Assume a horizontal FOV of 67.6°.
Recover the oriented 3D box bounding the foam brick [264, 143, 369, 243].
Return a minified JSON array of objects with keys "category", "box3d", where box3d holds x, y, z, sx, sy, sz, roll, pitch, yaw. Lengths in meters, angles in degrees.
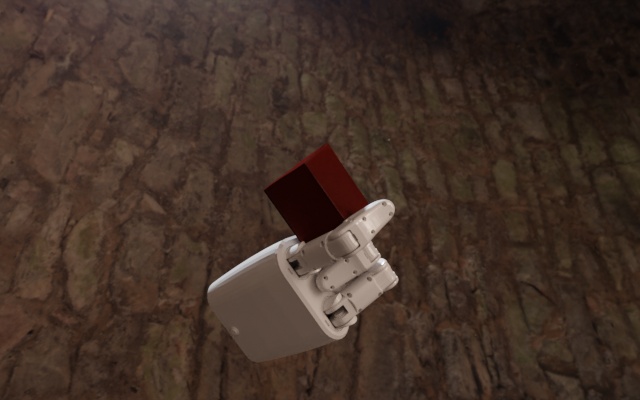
[{"category":"foam brick","box3d":[0.000,0.001,0.412,0.051,0.078,0.053,-30,9,33]}]
